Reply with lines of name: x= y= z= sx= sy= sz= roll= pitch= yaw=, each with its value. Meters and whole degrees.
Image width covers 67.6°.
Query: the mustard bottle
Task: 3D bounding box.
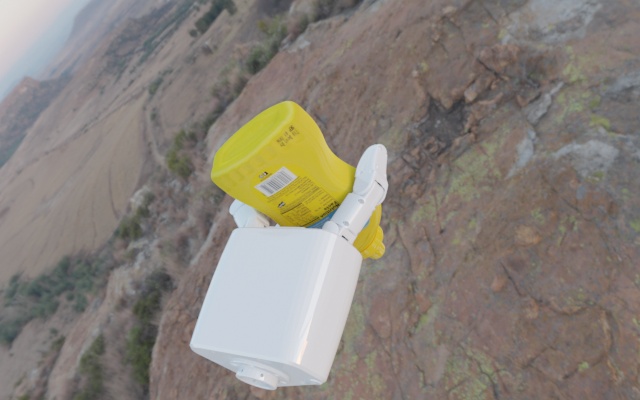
mustard bottle: x=0.000 y=0.001 z=0.442 sx=0.096 sy=0.058 sz=0.192 roll=-33 pitch=-54 yaw=23
